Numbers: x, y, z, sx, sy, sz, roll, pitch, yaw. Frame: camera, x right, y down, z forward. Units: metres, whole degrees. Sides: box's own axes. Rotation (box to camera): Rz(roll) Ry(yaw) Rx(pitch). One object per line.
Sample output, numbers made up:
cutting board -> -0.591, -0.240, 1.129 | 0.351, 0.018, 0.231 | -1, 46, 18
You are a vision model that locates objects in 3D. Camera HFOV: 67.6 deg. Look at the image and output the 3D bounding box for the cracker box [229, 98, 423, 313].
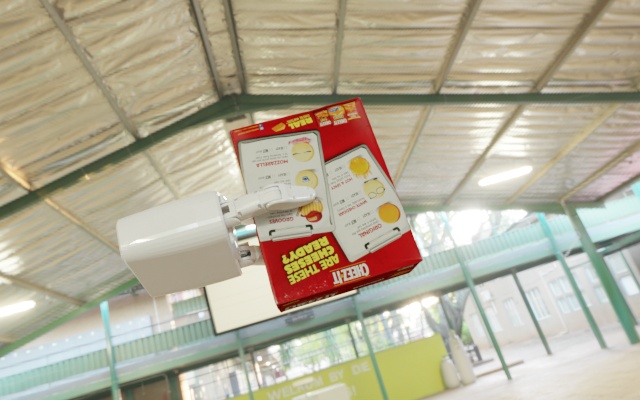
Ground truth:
cracker box -> 0.000, 0.002, 0.558 | 0.164, 0.213, 0.072 | -16, -20, -7
